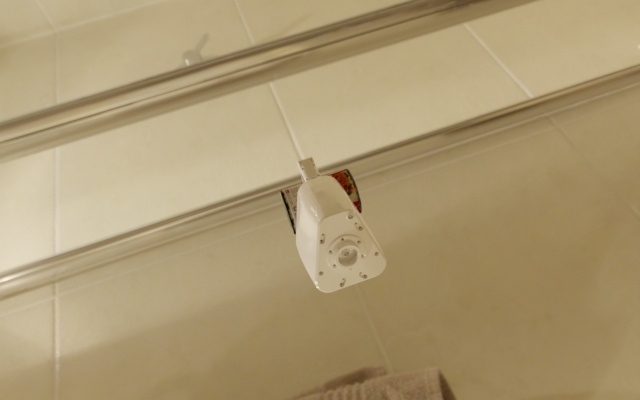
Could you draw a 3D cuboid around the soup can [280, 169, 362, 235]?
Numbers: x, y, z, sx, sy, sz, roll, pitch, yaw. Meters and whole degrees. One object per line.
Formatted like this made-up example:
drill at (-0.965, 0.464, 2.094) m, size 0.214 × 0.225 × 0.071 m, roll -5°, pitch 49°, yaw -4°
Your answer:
soup can at (0.000, 0.002, 0.683) m, size 0.102 × 0.068 × 0.068 m, roll -19°, pitch 2°, yaw -6°
